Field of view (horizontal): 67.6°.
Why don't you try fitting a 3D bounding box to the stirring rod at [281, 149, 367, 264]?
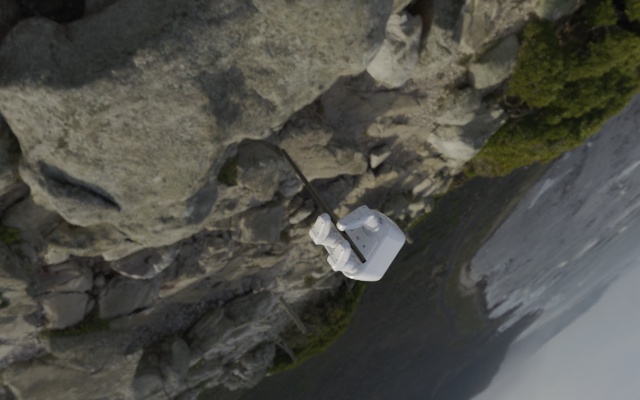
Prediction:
[{"bbox_3d":[0.000,0.002,0.742,0.011,0.239,0.011,-27,-29,-17],"label":"stirring rod"}]
